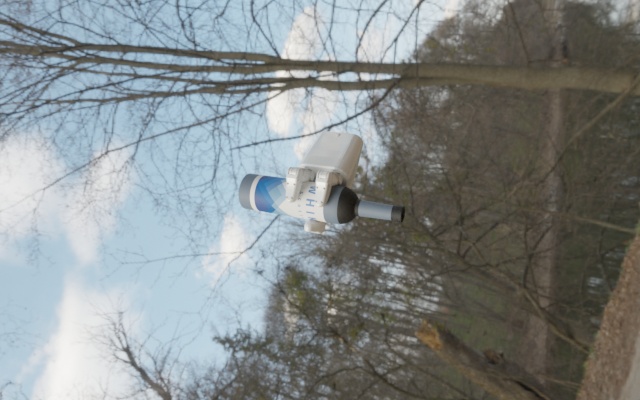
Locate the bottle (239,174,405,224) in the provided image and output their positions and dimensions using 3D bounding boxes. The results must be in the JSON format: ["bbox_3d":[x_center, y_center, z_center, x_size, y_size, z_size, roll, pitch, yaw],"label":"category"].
[{"bbox_3d":[0.000,0.003,0.835,0.295,0.069,0.069,8,3,22],"label":"bottle"}]
